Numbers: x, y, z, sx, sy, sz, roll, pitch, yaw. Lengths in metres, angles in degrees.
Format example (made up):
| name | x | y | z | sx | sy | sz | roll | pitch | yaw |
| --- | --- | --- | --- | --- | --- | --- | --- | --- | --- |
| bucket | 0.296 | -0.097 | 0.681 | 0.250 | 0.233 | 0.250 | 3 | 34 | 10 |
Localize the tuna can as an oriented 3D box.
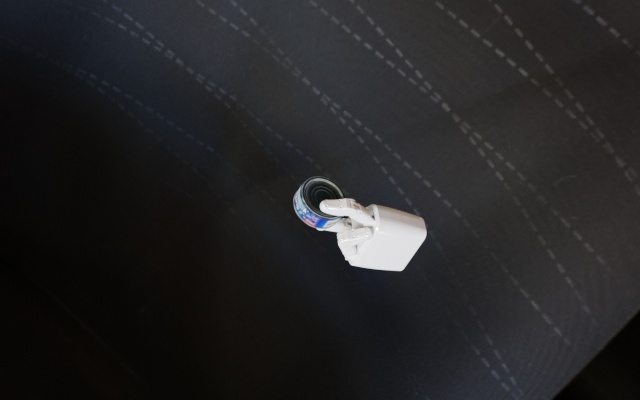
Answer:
| name | x | y | z | sx | sy | sz | roll | pitch | yaw |
| --- | --- | --- | --- | --- | --- | --- | --- | --- | --- |
| tuna can | 0.000 | 0.002 | 0.799 | 0.086 | 0.086 | 0.034 | 0 | -31 | -28 |
